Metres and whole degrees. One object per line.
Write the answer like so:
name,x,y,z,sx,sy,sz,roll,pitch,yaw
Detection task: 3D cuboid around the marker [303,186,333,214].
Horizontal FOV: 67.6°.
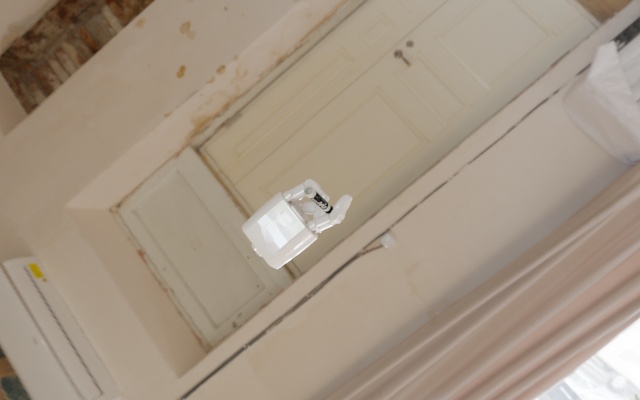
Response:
marker,0.000,0.003,0.886,0.020,0.020,0.121,0,-20,22
